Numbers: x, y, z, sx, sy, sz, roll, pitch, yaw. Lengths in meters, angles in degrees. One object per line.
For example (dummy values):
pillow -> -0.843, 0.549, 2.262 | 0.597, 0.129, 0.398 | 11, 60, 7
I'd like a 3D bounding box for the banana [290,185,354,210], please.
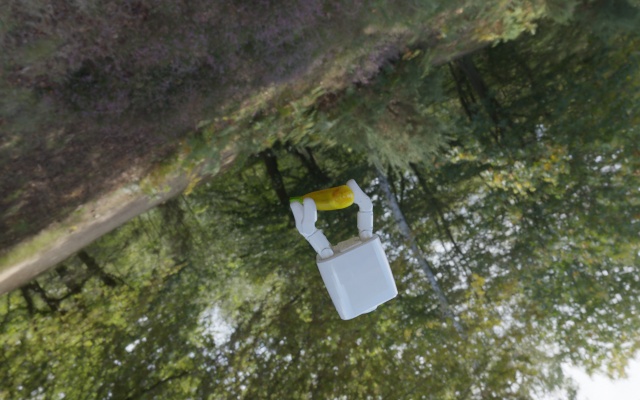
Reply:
banana -> 0.015, -0.001, 0.790 | 0.069, 0.037, 0.198 | -14, 2, -25
